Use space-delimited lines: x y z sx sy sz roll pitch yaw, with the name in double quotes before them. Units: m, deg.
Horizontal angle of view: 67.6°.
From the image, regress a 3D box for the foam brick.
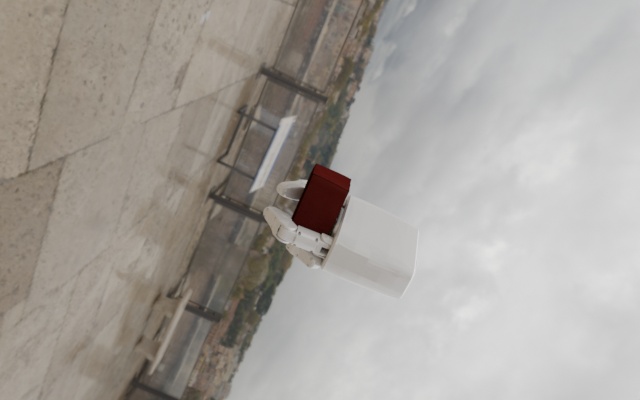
"foam brick" 0.000 0.002 0.599 0.051 0.078 0.053 24 21 -1
